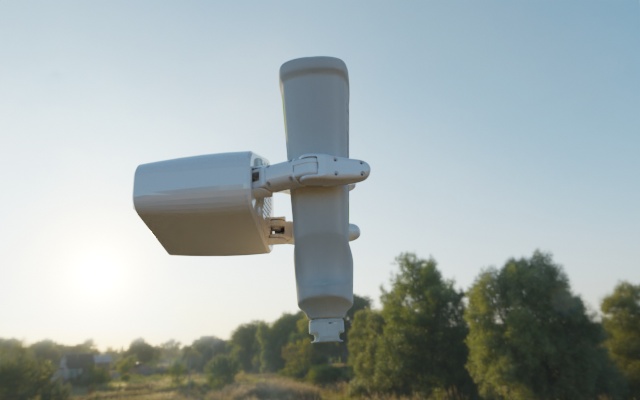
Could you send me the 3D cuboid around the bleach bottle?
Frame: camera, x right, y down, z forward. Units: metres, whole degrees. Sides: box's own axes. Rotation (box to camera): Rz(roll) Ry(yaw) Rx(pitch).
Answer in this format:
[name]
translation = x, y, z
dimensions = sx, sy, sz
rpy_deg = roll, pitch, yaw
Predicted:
[bleach bottle]
translation = 0.000, 0.001, 0.444
dimensions = 0.068, 0.250, 0.103
rpy_deg = -4, -18, 3
